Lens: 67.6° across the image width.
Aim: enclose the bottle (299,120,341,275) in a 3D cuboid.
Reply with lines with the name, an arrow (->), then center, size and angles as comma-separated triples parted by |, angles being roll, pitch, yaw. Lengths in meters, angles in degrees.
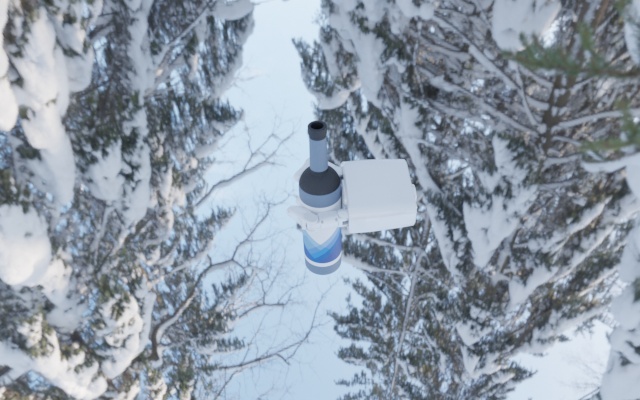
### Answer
bottle -> 0.000, 0.003, 0.769 | 0.069, 0.296, 0.069 | -1, 43, 1
